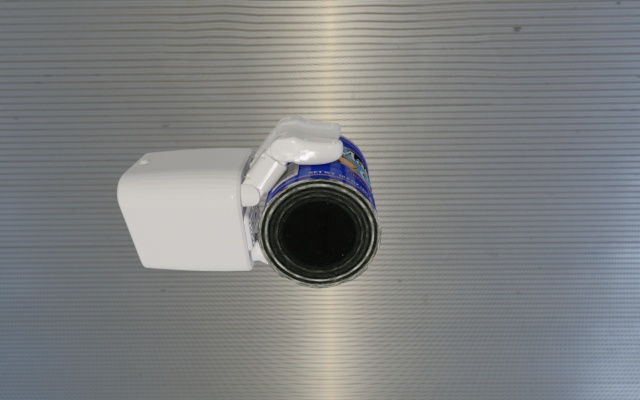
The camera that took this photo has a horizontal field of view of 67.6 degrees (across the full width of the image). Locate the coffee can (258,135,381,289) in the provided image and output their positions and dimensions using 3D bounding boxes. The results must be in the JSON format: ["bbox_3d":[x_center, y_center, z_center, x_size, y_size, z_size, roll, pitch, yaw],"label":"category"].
[{"bbox_3d":[0.000,0.001,0.456,0.103,0.103,0.140,0,24,1],"label":"coffee can"}]
